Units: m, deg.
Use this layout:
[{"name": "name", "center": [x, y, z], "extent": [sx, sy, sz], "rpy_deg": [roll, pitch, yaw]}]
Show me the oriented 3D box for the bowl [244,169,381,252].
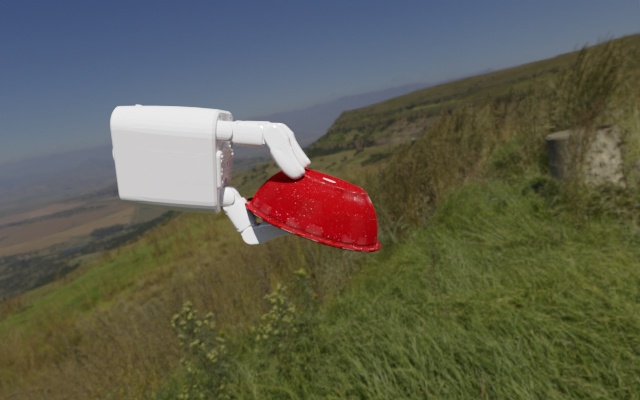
[{"name": "bowl", "center": [0.001, 0.002, 0.536], "extent": [0.162, 0.055, 0.162], "rpy_deg": [19, 9, -3]}]
